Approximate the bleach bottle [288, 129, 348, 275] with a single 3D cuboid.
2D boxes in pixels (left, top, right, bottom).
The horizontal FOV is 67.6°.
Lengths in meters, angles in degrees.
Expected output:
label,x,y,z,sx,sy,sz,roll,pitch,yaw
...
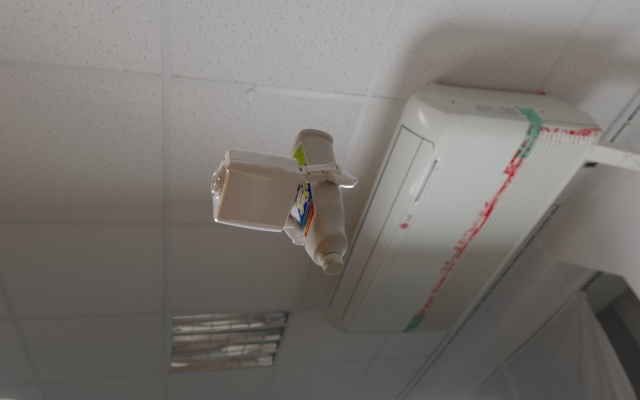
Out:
label,x,y,z,sx,sy,sz,roll,pitch,yaw
bleach bottle,0.000,0.003,0.757,0.068,0.250,0.103,9,-47,-23
